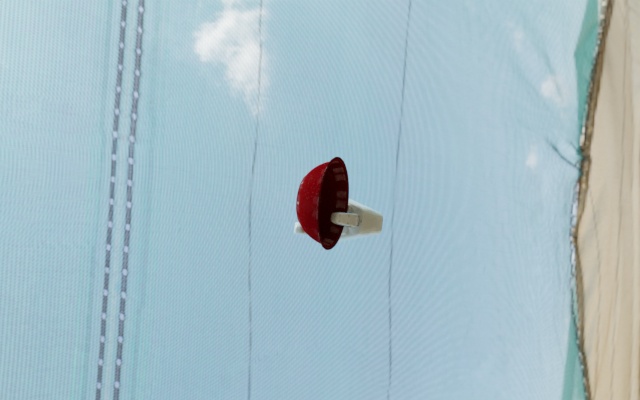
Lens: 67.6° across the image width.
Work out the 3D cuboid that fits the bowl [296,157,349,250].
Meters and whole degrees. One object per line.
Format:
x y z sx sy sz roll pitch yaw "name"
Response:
-0.001 0.002 0.829 0.055 0.162 0.162 7 2 20 "bowl"
